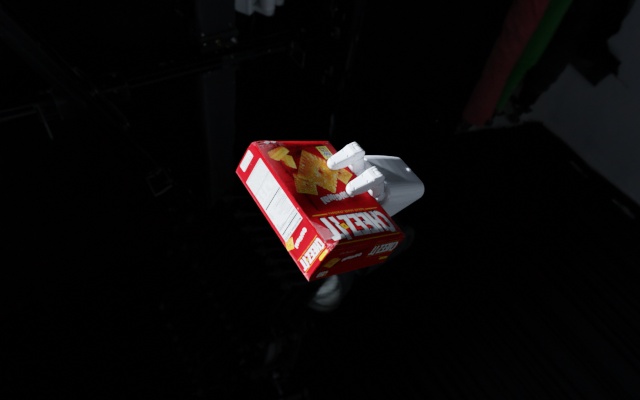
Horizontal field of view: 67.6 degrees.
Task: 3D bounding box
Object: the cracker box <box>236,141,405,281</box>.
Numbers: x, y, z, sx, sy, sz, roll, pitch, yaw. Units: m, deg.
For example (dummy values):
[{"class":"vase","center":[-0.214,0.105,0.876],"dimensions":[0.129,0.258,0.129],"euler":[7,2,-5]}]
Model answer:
[{"class":"cracker box","center":[0.000,0.002,0.708],"dimensions":[0.164,0.213,0.072],"euler":[-6,-41,-45]}]
